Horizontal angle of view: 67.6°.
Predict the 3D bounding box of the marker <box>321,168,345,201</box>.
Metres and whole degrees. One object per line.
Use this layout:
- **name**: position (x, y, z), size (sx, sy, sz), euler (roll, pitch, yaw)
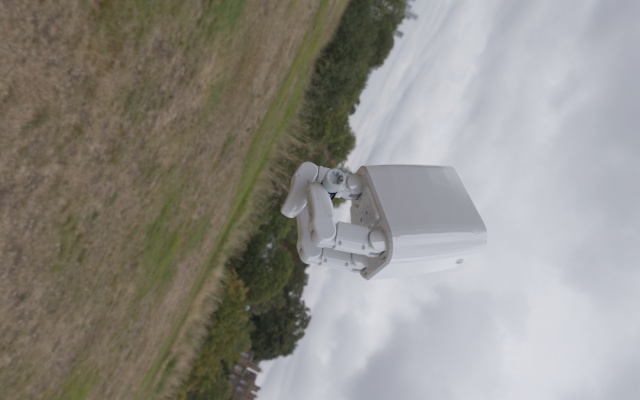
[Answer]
- **marker**: position (0.000, 0.002, 0.491), size (0.020, 0.020, 0.121), euler (0, -23, -14)
